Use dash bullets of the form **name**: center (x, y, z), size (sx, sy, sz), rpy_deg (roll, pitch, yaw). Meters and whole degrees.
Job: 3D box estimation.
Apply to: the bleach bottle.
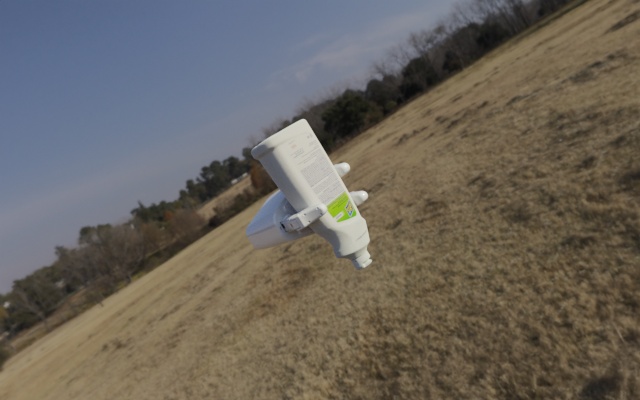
- **bleach bottle**: center (0.000, 0.002, 0.753), size (0.102, 0.251, 0.068), rpy_deg (-37, 8, -39)
